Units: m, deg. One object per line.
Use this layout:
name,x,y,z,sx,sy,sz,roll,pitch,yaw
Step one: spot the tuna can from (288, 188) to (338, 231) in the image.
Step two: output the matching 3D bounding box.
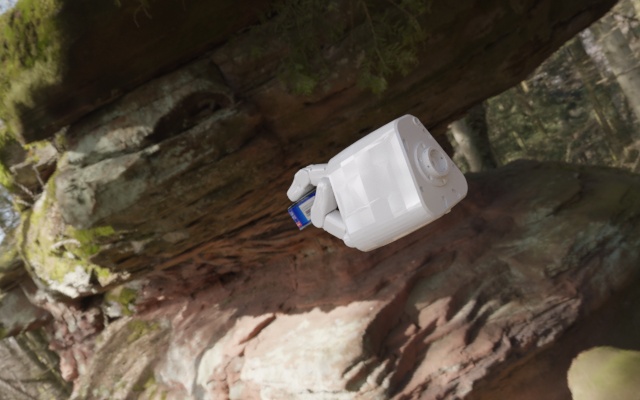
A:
tuna can,0.000,0.002,0.626,0.086,0.034,0.086,-34,-1,0
